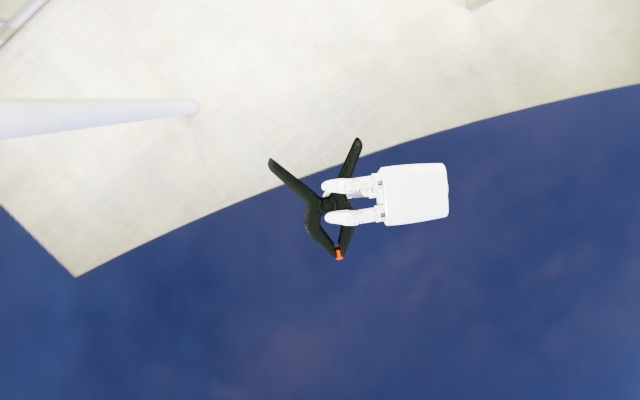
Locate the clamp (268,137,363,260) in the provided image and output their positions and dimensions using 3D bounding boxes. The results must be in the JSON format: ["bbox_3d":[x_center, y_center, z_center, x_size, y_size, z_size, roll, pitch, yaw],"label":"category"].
[{"bbox_3d":[0.000,0.003,0.833,0.164,0.210,0.036,-6,12,0],"label":"clamp"}]
